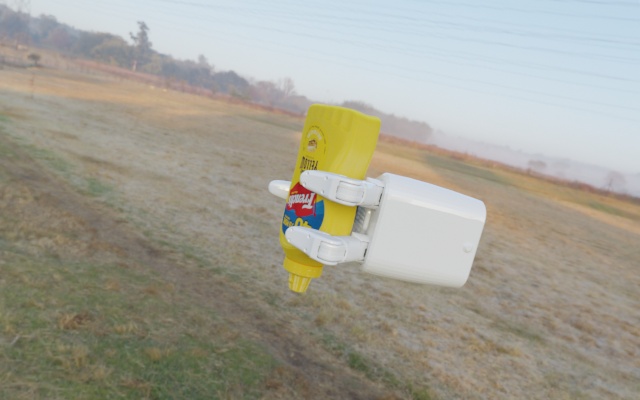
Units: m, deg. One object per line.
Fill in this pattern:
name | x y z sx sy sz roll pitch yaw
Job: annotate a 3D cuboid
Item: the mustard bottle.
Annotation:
mustard bottle | 0.000 0.001 0.488 0.058 0.191 0.096 10 8 -34
